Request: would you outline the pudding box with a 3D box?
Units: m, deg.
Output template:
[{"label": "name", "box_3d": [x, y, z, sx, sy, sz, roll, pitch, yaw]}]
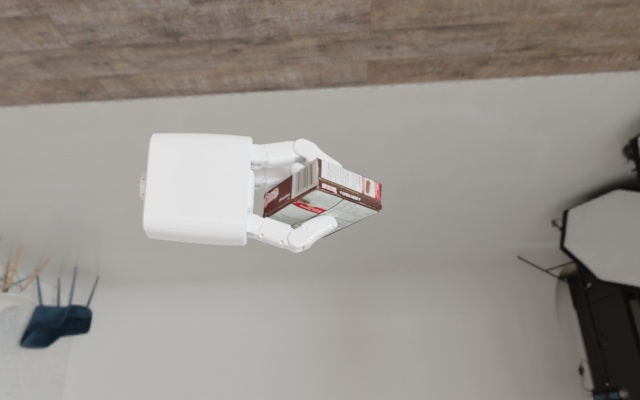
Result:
[{"label": "pudding box", "box_3d": [0.000, 0.002, 0.540, 0.090, 0.039, 0.113, 19, -28, -31]}]
